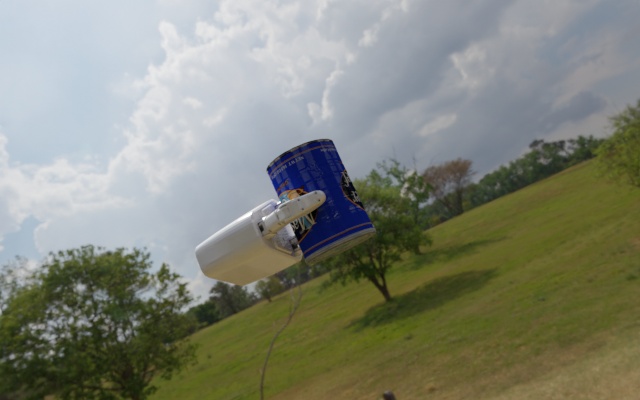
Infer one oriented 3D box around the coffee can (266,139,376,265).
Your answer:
[{"bbox_3d":[0.000,0.002,0.649,0.103,0.140,0.103,-24,-12,-5],"label":"coffee can"}]
